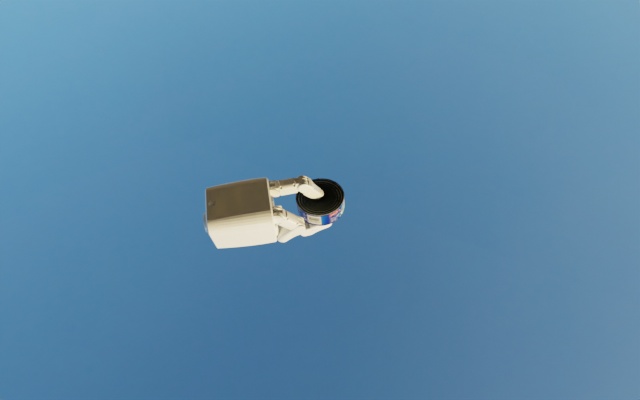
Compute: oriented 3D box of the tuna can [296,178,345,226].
[{"bbox_3d":[0.000,0.003,0.847,0.086,0.086,0.034,0,-40,5],"label":"tuna can"}]
